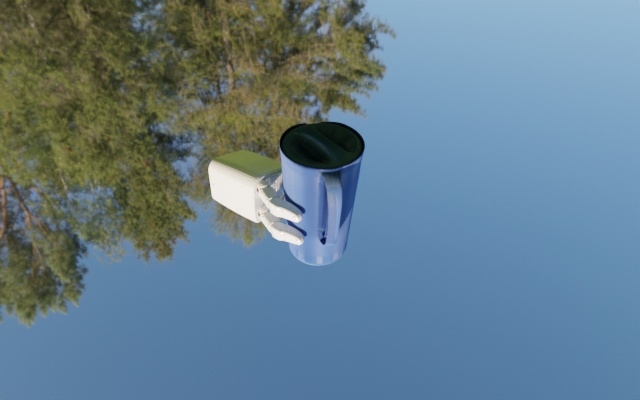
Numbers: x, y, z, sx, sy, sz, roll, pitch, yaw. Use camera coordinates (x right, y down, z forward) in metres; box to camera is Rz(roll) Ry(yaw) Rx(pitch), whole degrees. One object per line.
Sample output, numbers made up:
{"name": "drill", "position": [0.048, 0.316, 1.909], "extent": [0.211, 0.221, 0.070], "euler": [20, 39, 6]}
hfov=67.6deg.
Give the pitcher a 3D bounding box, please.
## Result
{"name": "pitcher", "position": [0.000, 0.003, 0.807], "extent": [0.145, 0.243, 0.149], "euler": [24, 46, 23]}
